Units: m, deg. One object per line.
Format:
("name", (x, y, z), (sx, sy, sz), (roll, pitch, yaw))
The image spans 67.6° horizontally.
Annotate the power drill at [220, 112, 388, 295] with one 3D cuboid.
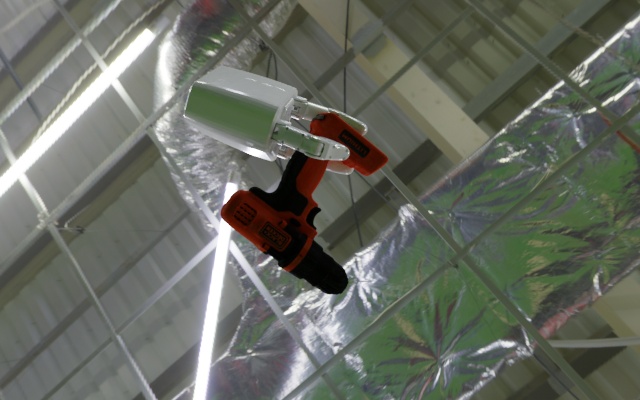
("power drill", (0.000, 0.001, 0.591), (0.184, 0.187, 0.057), (38, -8, -15))
